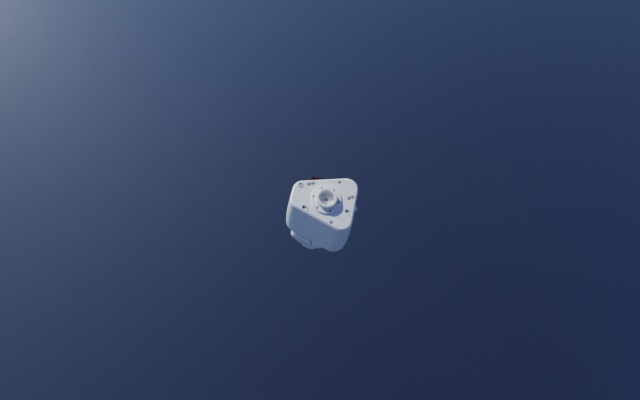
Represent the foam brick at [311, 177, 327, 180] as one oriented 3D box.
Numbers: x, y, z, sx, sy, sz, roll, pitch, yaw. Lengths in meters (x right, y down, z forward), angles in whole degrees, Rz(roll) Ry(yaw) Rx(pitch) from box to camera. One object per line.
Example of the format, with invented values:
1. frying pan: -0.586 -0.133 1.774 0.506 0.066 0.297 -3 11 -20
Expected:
1. foam brick: 0.000 0.003 0.893 0.053 0.078 0.051 12 -23 0
